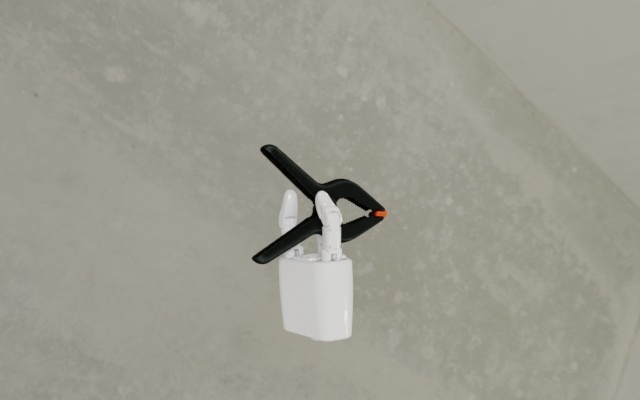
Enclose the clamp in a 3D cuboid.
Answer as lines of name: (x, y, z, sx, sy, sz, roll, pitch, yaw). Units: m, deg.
clamp: (0.001, 0.002, 0.690, 0.210, 0.164, 0.036, -2, 0, -25)
